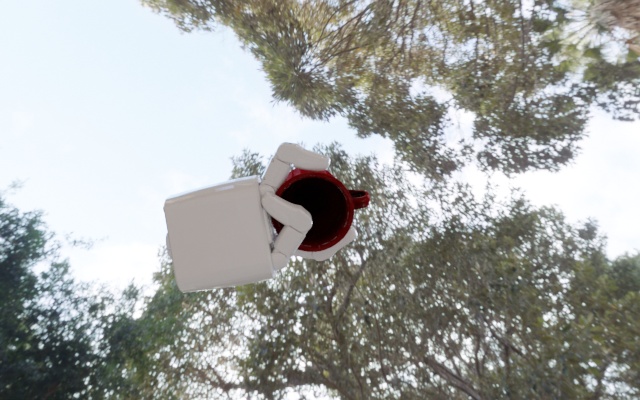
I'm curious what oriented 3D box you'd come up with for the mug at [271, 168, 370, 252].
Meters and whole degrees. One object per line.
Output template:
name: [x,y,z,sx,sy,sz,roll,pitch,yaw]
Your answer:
mug: [0.001,0.001,0.570,0.117,0.093,0.081,-10,15,-2]
